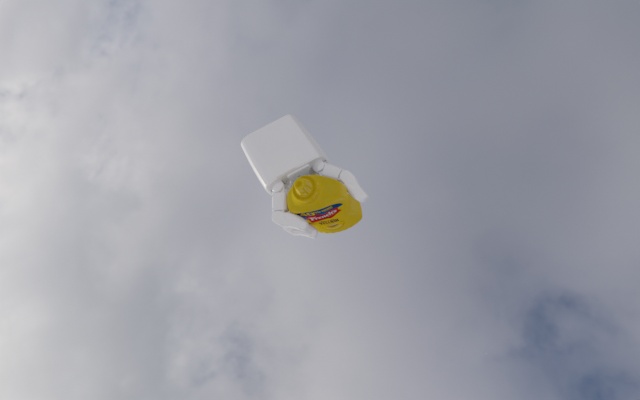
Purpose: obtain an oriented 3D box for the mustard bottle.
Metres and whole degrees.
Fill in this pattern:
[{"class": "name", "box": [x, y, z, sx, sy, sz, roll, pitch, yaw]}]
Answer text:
[{"class": "mustard bottle", "box": [0.000, 0.003, 0.768, 0.096, 0.058, 0.192, -13, -21, 15]}]
